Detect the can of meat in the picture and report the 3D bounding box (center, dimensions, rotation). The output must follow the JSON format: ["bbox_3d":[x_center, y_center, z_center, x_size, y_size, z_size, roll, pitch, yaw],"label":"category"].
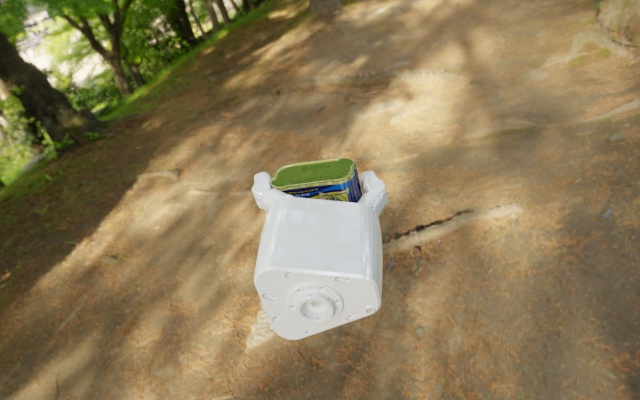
[{"bbox_3d":[0.000,0.001,0.553,0.102,0.084,0.057,-7,33,13],"label":"can of meat"}]
